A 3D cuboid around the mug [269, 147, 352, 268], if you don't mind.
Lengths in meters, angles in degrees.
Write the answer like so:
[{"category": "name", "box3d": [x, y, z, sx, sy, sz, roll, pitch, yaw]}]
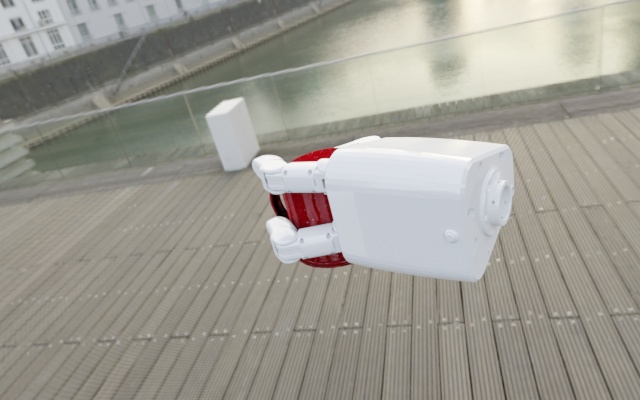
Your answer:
[{"category": "mug", "box3d": [-0.001, 0.001, 0.450, 0.117, 0.081, 0.093, 7, 33, 36]}]
